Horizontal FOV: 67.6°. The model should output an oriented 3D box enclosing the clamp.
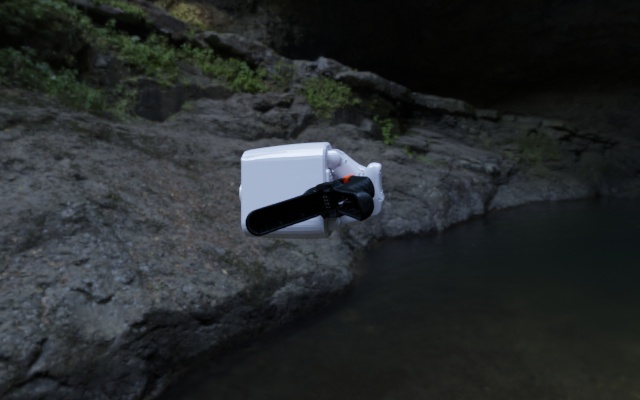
[{"bbox_3d":[0.000,0.001,0.485,0.120,0.039,0.171,-5,6,11],"label":"clamp"}]
